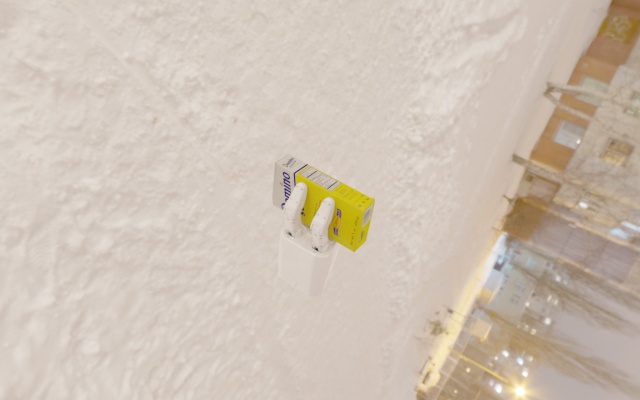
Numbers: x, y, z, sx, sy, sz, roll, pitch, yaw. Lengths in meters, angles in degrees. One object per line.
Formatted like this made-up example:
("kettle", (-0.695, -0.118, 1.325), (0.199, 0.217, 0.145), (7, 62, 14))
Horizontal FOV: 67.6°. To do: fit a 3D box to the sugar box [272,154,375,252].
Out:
("sugar box", (0.000, 0.003, 0.788), (0.176, 0.093, 0.048), (27, 42, 22))
